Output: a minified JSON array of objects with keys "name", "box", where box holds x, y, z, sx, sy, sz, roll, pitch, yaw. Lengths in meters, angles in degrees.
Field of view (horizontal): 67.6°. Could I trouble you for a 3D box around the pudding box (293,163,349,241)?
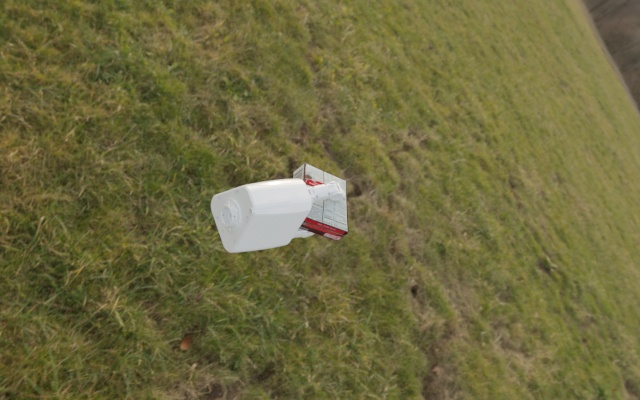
[{"name":"pudding box","box":[0.000,0.002,0.793,0.090,0.113,0.039,22,-39,-28]}]
